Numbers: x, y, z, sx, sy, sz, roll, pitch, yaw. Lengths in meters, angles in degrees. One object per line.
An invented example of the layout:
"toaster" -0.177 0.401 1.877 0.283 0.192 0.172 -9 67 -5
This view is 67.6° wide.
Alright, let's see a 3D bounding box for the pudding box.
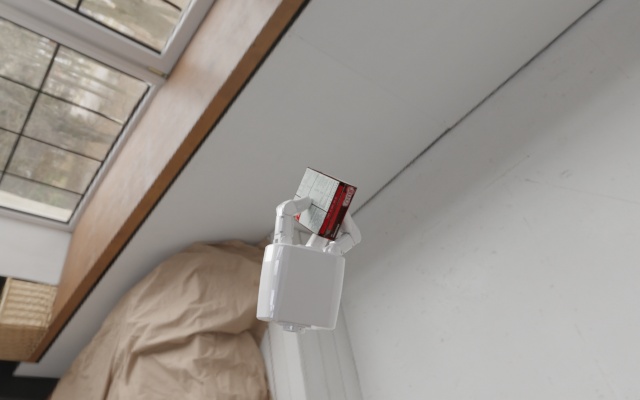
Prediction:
"pudding box" 0.000 0.002 0.749 0.039 0.090 0.113 22 4 -34
